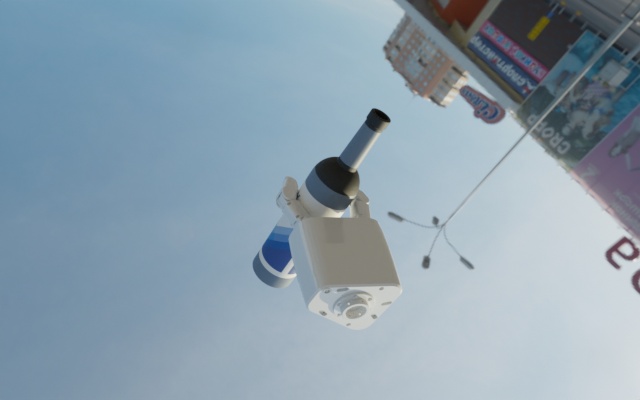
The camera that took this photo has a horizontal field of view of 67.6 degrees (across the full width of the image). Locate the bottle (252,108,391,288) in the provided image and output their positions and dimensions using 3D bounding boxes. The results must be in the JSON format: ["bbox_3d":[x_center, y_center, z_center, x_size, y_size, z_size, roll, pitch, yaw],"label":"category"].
[{"bbox_3d":[0.000,0.002,0.640,0.069,0.069,0.296,0,-44,-43],"label":"bottle"}]
